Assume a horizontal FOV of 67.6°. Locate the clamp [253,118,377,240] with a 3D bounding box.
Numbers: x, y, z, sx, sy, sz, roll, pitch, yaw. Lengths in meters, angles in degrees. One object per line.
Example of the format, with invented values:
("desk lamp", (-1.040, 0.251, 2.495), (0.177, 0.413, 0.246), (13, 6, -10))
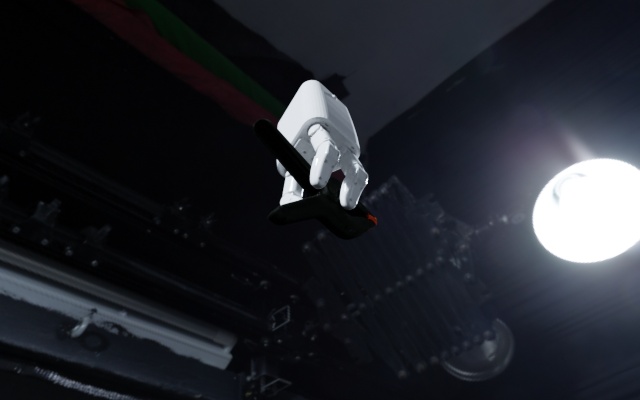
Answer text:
("clamp", (0.000, 0.003, 0.599), (0.036, 0.164, 0.210), (-37, -53, 25))
